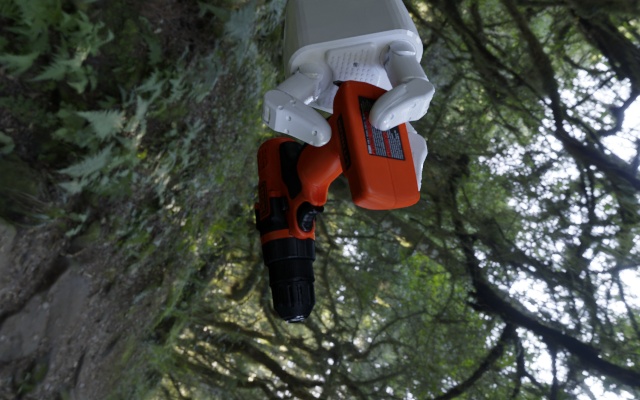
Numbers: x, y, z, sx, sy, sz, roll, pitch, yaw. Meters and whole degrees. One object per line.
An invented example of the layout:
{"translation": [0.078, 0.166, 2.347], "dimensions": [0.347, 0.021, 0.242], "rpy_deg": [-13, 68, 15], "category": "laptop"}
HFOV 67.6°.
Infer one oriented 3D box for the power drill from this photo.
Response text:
{"translation": [0.000, 0.001, 0.413], "dimensions": [0.057, 0.184, 0.188], "rpy_deg": [4, -23, -33], "category": "power drill"}
